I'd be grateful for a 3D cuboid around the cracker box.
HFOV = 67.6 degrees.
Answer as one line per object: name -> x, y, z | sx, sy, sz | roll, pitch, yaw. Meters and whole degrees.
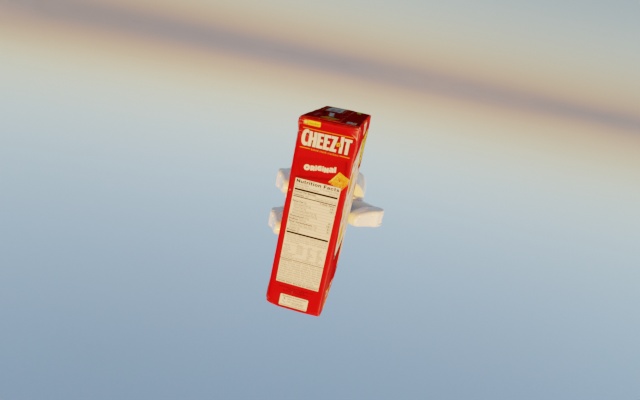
cracker box -> 0.000, 0.002, 0.570 | 0.072, 0.214, 0.164 | 13, 16, 6
